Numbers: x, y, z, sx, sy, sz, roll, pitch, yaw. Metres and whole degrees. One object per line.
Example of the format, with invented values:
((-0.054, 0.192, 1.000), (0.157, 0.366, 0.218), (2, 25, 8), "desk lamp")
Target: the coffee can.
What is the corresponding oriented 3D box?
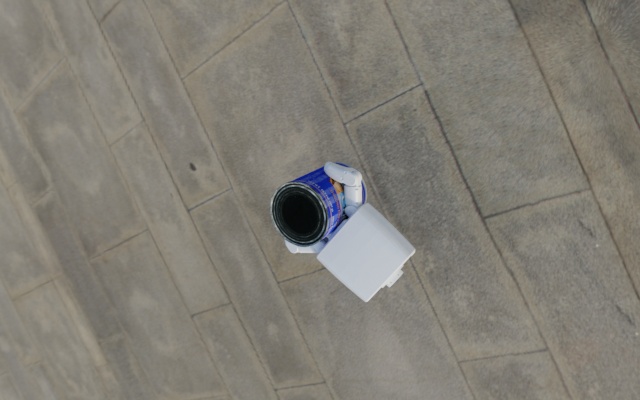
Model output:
((0.000, 0.002, 0.766), (0.103, 0.103, 0.140), (0, 16, 30), "coffee can")
